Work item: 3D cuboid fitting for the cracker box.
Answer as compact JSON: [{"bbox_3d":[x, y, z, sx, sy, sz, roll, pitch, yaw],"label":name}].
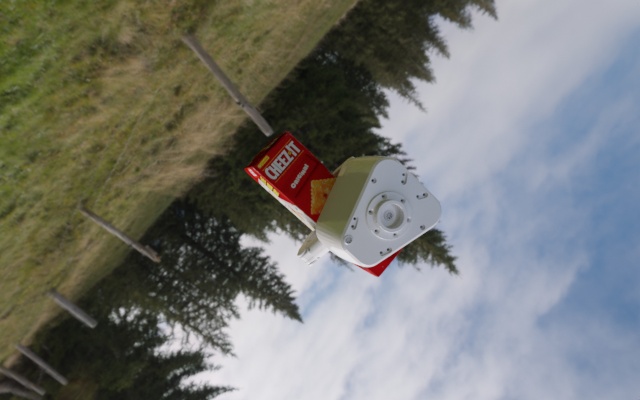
[{"bbox_3d":[0.000,0.002,0.666,0.214,0.072,0.164,43,-7,-11],"label":"cracker box"}]
